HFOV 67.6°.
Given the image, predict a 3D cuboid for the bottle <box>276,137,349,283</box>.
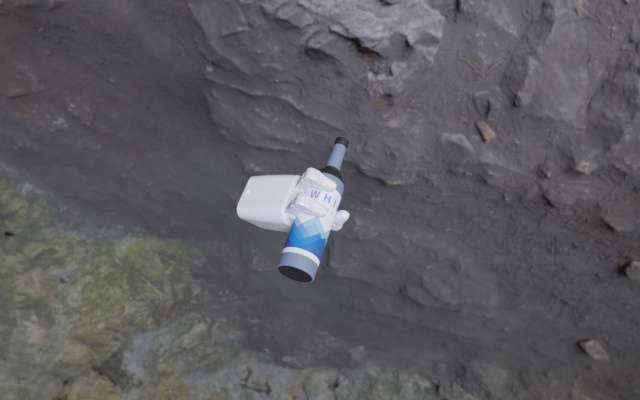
[{"bbox_3d":[0.000,0.003,0.874,0.069,0.295,0.069,15,-29,9],"label":"bottle"}]
